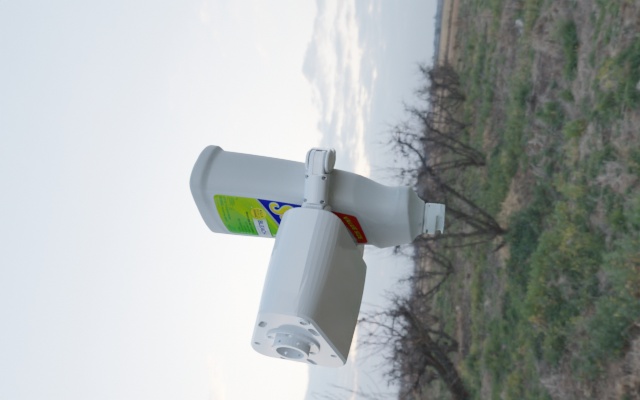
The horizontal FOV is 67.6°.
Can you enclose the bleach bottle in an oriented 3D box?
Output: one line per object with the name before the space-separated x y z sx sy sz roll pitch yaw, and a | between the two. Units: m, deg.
bleach bottle | 0.000 0.002 0.495 0.251 0.068 0.103 5 -39 12
